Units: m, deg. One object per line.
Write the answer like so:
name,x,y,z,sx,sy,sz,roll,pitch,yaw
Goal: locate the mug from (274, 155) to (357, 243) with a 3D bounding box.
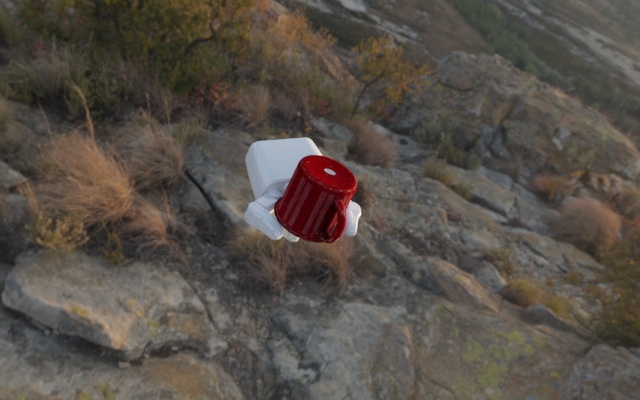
mug,0.001,0.003,0.614,0.093,0.081,0.117,6,38,-30
